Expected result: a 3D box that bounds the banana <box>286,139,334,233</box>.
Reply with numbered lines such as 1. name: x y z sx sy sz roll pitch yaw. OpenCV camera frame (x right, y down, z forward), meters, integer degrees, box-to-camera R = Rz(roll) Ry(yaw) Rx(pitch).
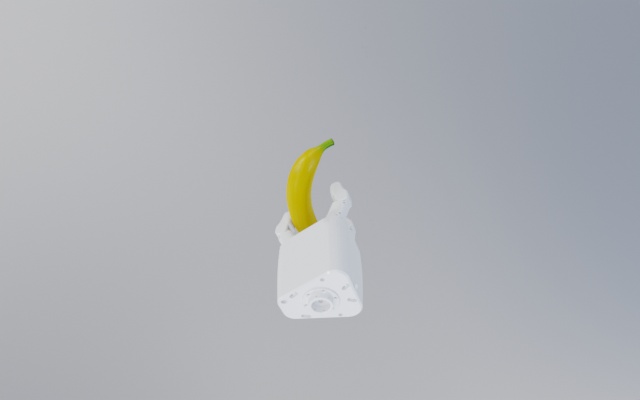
1. banana: -0.018 0.000 0.734 0.069 0.198 0.037 0 34 -6
